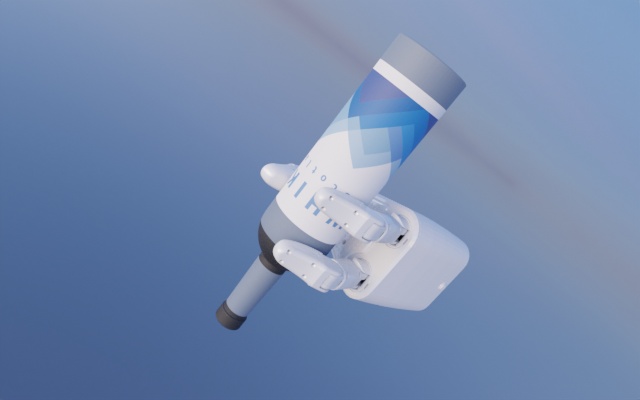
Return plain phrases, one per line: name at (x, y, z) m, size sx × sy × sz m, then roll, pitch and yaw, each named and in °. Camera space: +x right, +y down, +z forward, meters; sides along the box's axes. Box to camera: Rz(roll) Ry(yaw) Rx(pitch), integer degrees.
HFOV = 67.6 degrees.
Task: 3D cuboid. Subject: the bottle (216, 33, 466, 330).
bottle at (0.000, 0.001, 0.411) m, size 0.069 × 0.296 × 0.069 m, roll 35°, pitch 16°, yaw -12°
